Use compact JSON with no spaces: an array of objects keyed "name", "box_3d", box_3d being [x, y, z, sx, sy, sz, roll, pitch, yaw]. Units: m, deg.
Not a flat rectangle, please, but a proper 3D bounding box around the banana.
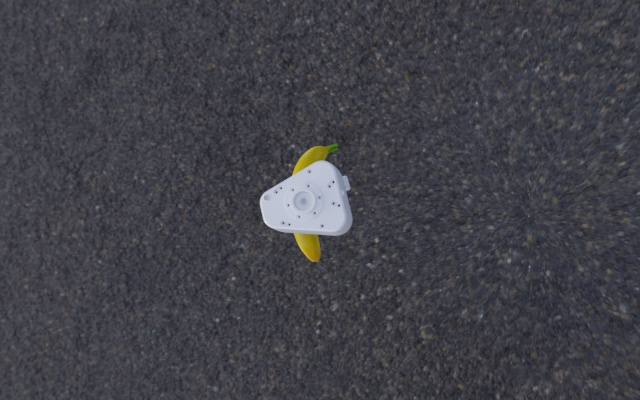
[{"name":"banana","box_3d":[-0.017,-0.005,0.760,0.069,0.197,0.037,12,-8,-10]}]
